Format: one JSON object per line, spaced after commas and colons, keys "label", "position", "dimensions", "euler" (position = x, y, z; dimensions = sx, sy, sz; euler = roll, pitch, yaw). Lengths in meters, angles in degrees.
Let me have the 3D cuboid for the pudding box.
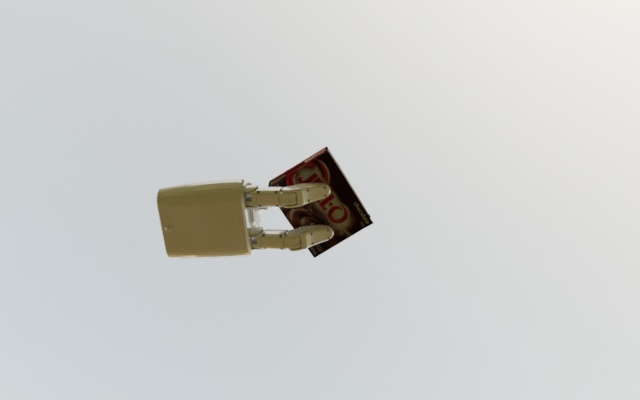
{"label": "pudding box", "position": [0.000, 0.002, 0.606], "dimensions": [0.090, 0.113, 0.039], "euler": [-31, 16, 10]}
